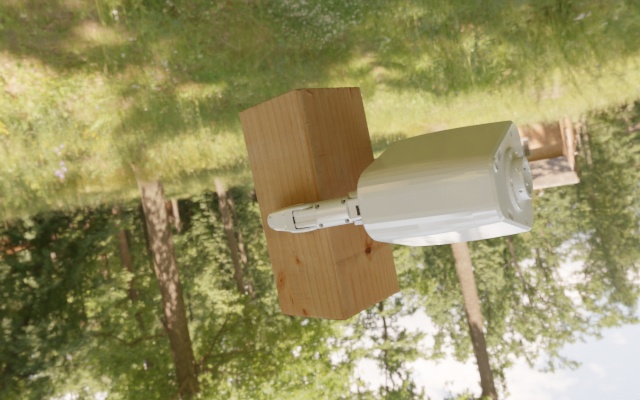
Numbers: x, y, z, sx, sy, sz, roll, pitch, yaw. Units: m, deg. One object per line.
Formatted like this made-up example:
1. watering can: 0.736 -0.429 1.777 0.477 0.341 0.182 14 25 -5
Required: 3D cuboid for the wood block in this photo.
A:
1. wood block: 0.000 0.002 0.472 0.091 0.206 0.090 -14 4 -44
